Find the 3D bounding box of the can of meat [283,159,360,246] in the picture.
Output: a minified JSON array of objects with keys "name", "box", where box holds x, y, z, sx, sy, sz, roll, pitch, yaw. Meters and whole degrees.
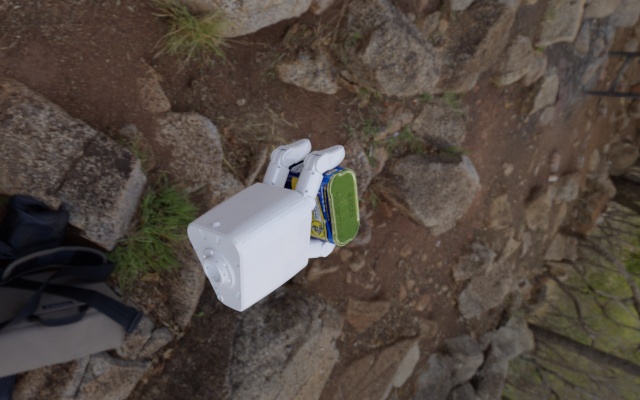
[{"name":"can of meat","box":[0.000,0.002,0.609,0.084,0.102,0.057,13,31,39]}]
